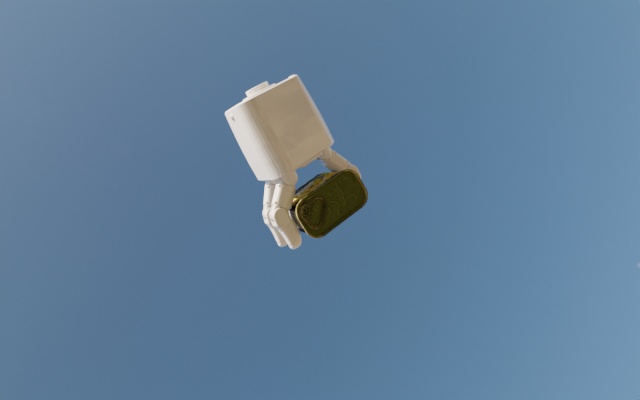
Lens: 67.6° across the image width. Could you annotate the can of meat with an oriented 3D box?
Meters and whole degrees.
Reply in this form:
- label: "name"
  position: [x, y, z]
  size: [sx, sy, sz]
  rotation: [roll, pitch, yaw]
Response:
- label: "can of meat"
  position: [0.000, 0.002, 0.652]
  size: [0.102, 0.057, 0.084]
  rotation: [-36, 16, -18]
